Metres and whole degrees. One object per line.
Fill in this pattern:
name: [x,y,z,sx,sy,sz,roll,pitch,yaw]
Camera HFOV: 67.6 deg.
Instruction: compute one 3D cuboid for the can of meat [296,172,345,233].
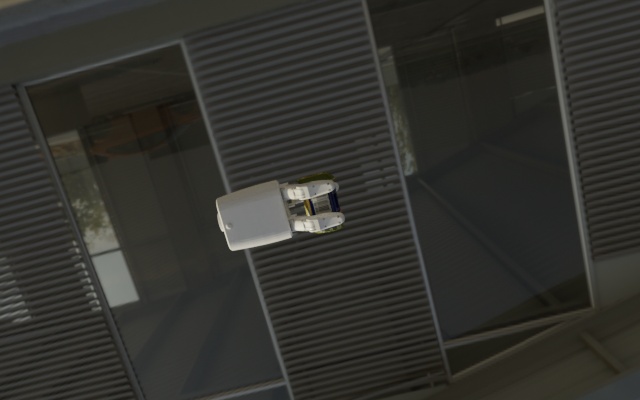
can of meat: [0.000,0.003,0.809,0.057,0.084,0.102,-15,12,-7]
